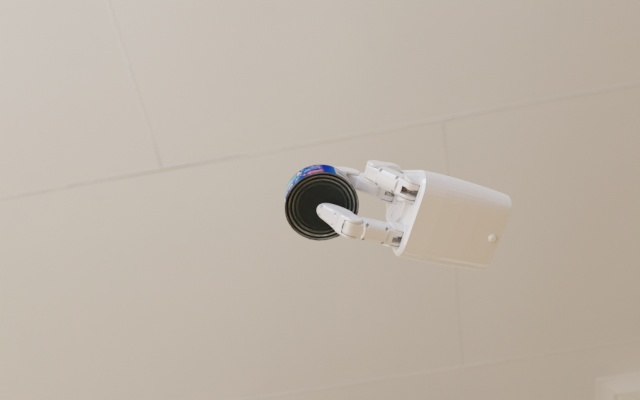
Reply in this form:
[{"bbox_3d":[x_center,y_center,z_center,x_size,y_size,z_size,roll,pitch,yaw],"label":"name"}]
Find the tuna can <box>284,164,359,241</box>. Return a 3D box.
[{"bbox_3d":[0.000,0.002,0.560,0.086,0.086,0.033,0,23,-7],"label":"tuna can"}]
